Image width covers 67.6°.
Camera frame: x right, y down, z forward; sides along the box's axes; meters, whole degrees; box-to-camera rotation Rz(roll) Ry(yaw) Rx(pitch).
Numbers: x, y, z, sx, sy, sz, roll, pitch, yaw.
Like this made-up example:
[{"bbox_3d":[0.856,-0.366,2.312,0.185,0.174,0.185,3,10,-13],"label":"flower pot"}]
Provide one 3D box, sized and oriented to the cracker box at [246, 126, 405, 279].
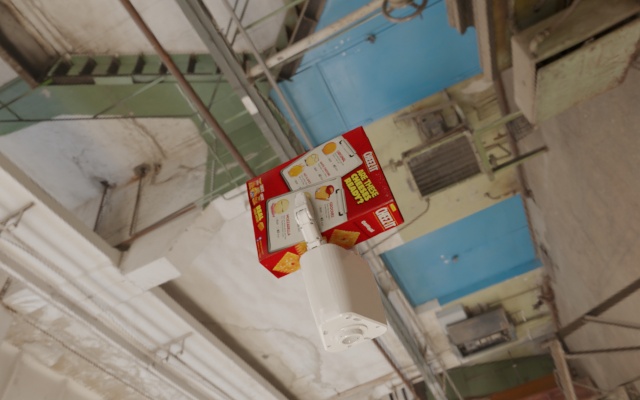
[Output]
[{"bbox_3d":[0.000,0.002,0.737,0.214,0.164,0.072,-25,-40,10],"label":"cracker box"}]
